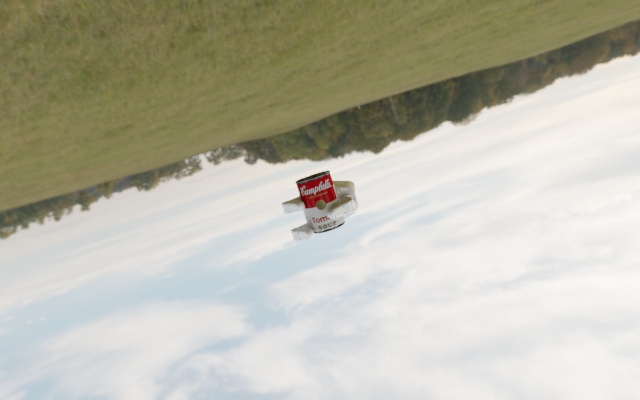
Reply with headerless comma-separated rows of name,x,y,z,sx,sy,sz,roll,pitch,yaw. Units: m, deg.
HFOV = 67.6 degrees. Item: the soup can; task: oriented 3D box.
soup can,0.000,0.003,0.892,0.068,0.102,0.068,-17,9,3
